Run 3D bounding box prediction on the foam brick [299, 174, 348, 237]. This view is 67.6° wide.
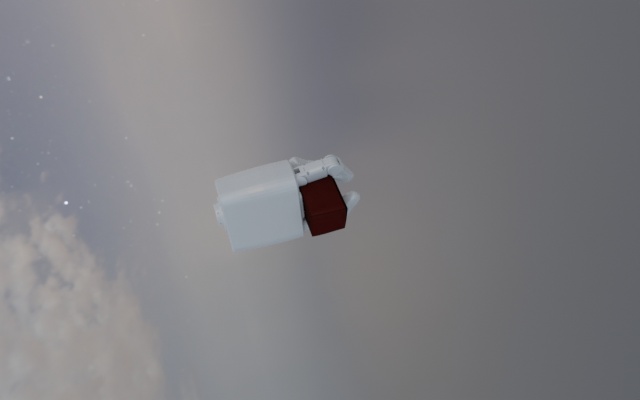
[{"bbox_3d":[0.000,0.002,0.673,0.051,0.078,0.053,-15,-35,-12],"label":"foam brick"}]
